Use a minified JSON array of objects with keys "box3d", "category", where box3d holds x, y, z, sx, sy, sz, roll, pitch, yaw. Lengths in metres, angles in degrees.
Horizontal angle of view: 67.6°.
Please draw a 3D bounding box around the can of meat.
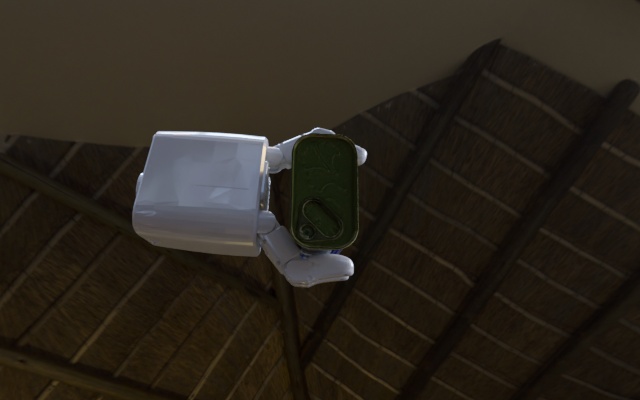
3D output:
[{"box3d":[0.000,0.001,0.441,0.057,0.102,0.084,2,-15,-5],"category":"can of meat"}]
